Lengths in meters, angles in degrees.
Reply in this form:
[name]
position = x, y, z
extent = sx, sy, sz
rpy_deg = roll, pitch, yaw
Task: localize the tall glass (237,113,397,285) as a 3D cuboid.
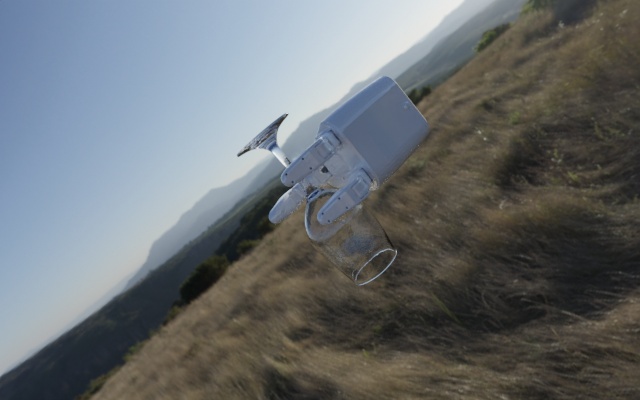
[tall glass]
position = 0.000, 0.001, 0.539
extent = 0.079, 0.201, 0.079
rpy_deg = -39, 7, 6
